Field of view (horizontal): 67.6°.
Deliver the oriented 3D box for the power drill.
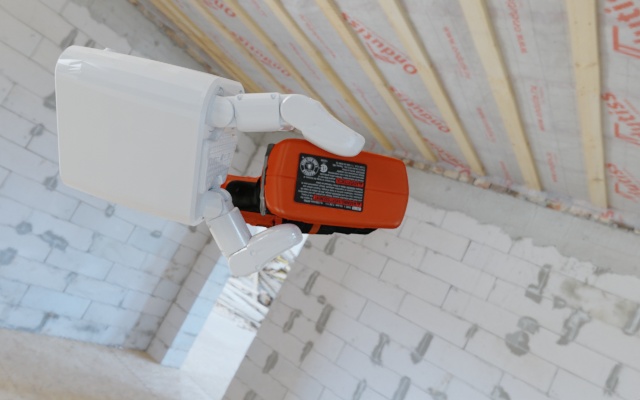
[{"bbox_3d":[0.000,0.001,0.419,0.184,0.057,0.187,6,-9,-18],"label":"power drill"}]
